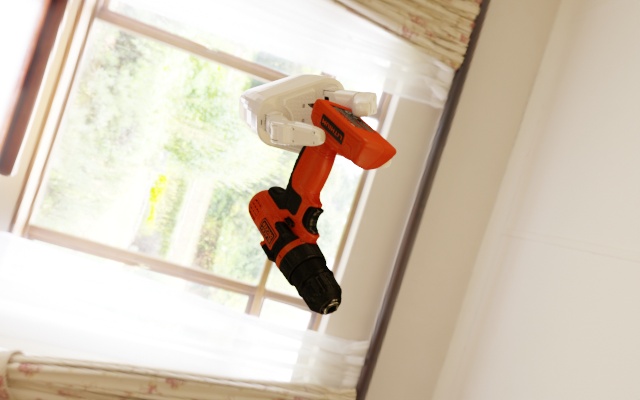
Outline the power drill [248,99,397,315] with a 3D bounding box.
[{"bbox_3d":[0.000,0.001,0.514,0.057,0.188,0.184,9,31,-44],"label":"power drill"}]
